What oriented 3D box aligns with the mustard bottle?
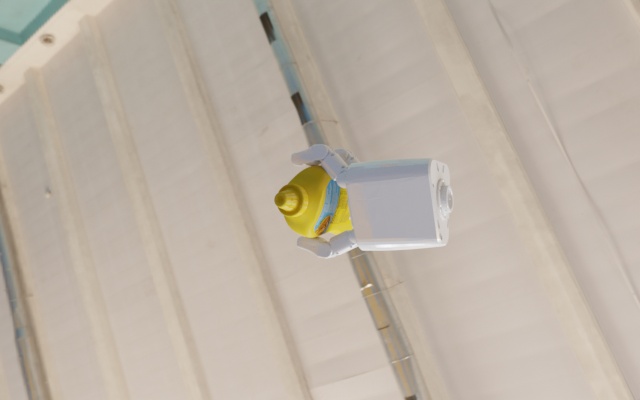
[{"bbox_3d":[0.000,0.002,0.647,0.058,0.096,0.191,23,10,28],"label":"mustard bottle"}]
